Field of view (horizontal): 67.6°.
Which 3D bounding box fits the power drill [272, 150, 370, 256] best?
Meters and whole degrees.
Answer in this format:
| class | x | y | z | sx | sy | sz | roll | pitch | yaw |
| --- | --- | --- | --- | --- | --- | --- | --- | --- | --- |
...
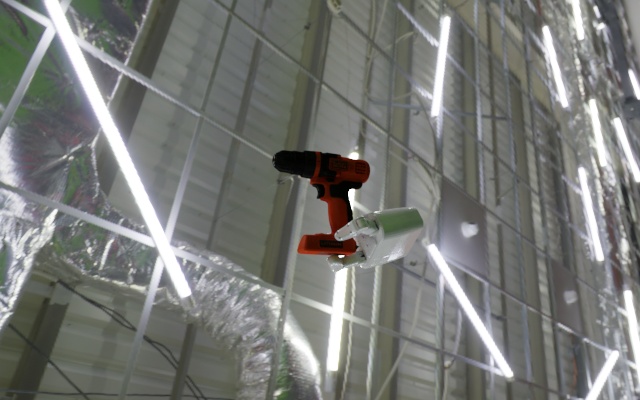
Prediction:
| class | x | y | z | sx | sy | sz | roll | pitch | yaw |
| --- | --- | --- | --- | --- | --- | --- | --- | --- | --- |
| power drill | 0.000 | 0.003 | 0.859 | 0.184 | 0.187 | 0.057 | 6 | -12 | -15 |
